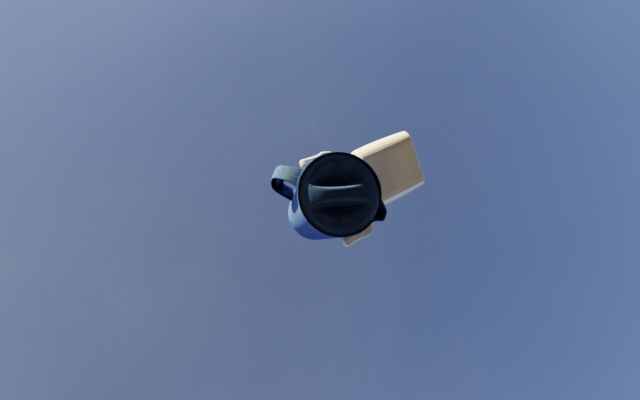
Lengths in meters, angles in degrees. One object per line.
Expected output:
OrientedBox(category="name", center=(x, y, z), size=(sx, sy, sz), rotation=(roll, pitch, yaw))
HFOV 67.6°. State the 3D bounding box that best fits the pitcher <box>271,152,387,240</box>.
OrientedBox(category="pitcher", center=(0.000, 0.003, 0.836), size=(0.145, 0.149, 0.243), rotation=(-24, -4, -14))
